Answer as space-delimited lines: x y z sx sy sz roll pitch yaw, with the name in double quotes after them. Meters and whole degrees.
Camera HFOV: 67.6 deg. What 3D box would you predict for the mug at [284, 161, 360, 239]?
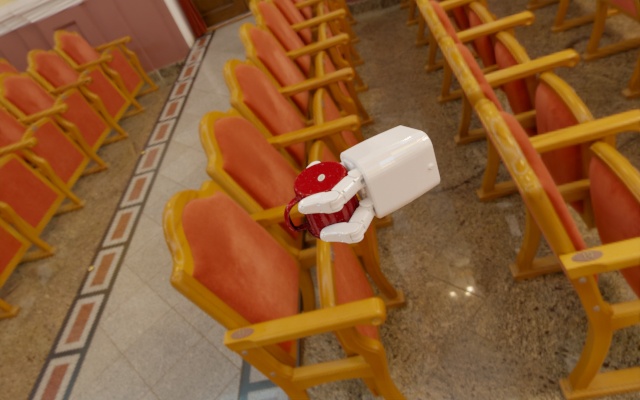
-0.001 0.003 0.696 0.117 0.081 0.093 -28 36 -6 "mug"
